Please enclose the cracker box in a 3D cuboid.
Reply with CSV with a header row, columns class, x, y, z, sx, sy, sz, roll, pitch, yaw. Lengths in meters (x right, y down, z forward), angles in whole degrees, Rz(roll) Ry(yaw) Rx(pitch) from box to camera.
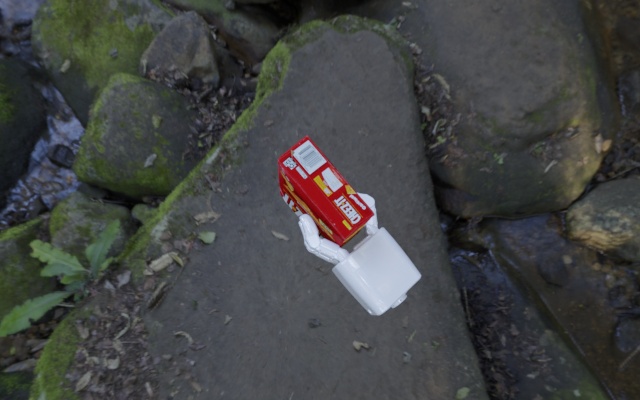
class,x,y,z,sx,sy,sz,roll,pitch,yaw
cracker box,0.000,0.003,0.821,0.072,0.164,0.214,-39,-7,-11
